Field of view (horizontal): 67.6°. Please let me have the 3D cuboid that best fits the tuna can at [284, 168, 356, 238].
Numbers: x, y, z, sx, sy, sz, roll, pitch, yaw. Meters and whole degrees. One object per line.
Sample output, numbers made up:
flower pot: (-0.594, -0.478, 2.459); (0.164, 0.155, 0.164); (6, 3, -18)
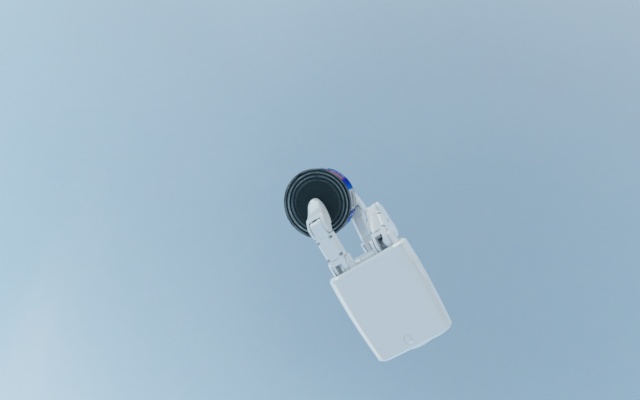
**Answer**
tuna can: (0.000, 0.002, 0.593); (0.086, 0.086, 0.033); (0, 7, 17)
